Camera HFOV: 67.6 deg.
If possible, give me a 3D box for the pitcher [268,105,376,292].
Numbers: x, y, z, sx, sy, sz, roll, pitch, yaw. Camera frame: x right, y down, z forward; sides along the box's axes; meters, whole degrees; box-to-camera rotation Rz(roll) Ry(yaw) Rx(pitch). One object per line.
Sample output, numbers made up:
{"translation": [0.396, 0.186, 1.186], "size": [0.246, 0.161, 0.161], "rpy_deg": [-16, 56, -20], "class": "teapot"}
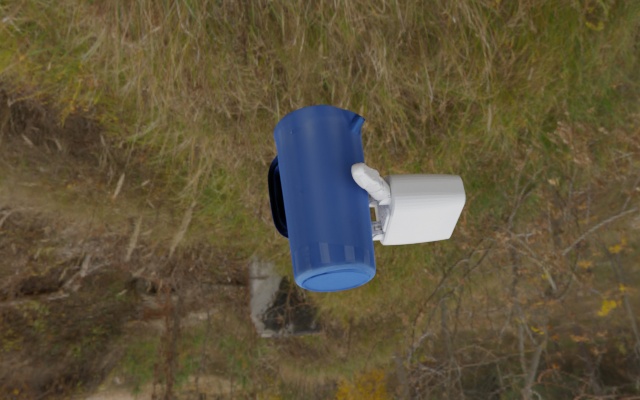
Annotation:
{"translation": [0.000, 0.002, 0.680], "size": [0.145, 0.242, 0.149], "rpy_deg": [-3, -26, -7], "class": "pitcher"}
